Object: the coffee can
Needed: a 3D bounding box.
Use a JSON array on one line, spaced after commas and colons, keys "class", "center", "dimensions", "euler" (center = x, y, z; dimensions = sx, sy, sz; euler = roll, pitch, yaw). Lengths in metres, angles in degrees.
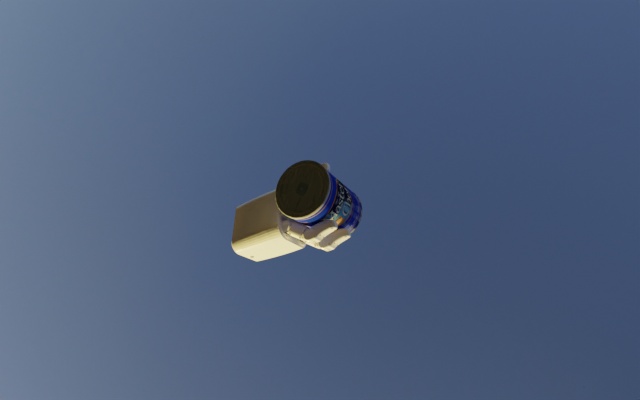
[{"class": "coffee can", "center": [0.000, 0.003, 0.844], "dimensions": [0.103, 0.102, 0.140], "euler": [0, -19, 29]}]
